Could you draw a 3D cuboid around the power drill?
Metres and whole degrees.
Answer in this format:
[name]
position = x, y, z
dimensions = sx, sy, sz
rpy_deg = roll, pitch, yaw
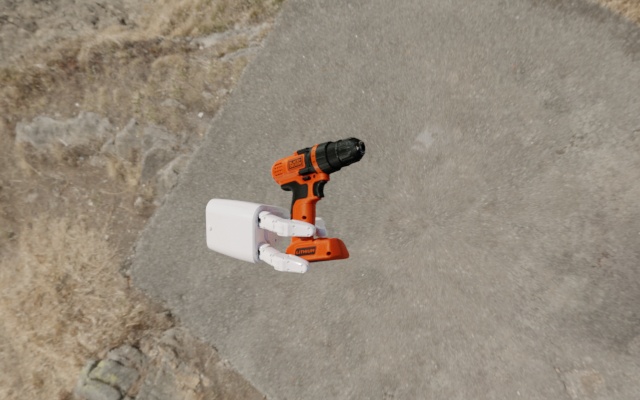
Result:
[power drill]
position = 0.000, 0.003, 0.762
dimensions = 0.184, 0.187, 0.057
rpy_deg = -14, -17, 41
